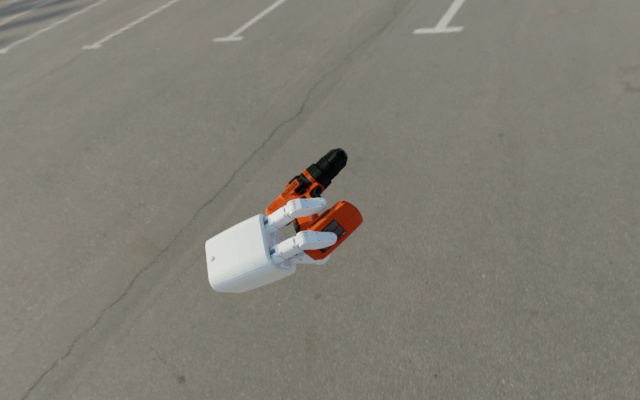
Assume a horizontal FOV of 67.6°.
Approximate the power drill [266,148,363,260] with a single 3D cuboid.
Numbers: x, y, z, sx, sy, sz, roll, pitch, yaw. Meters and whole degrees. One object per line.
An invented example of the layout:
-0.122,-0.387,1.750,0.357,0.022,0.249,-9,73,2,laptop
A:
0.000,0.003,0.805,0.057,0.184,0.187,43,4,-30,power drill
